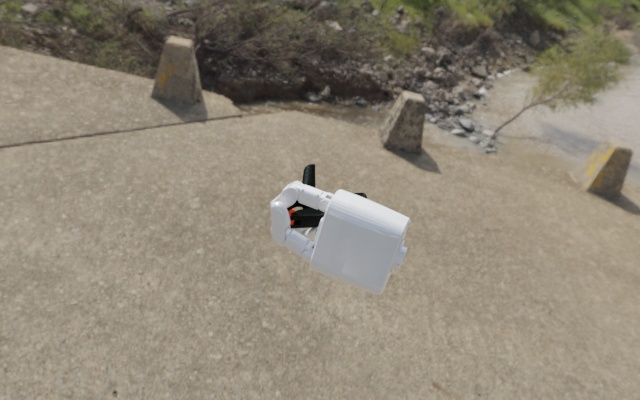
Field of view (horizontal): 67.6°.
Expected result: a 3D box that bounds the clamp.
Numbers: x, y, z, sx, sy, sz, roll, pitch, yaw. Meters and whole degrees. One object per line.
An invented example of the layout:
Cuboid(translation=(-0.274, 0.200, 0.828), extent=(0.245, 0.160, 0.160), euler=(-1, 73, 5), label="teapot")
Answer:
Cuboid(translation=(0.000, 0.002, 0.743), extent=(0.120, 0.039, 0.171), euler=(21, 35, 13), label="clamp")
